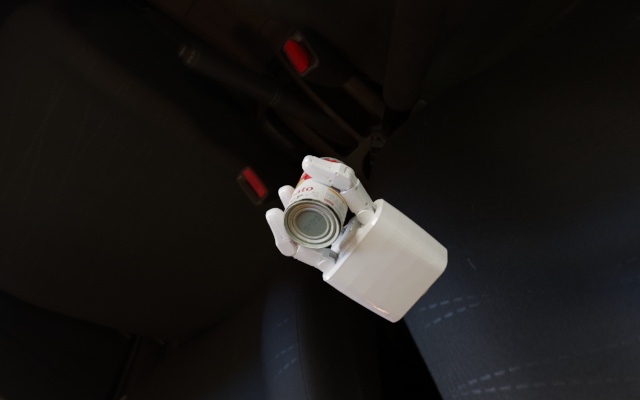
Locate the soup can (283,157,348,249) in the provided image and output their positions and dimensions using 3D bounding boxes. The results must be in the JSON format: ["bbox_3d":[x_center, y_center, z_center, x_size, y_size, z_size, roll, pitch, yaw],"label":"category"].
[{"bbox_3d":[0.000,0.002,0.566,0.068,0.068,0.102,0,31,14],"label":"soup can"}]
